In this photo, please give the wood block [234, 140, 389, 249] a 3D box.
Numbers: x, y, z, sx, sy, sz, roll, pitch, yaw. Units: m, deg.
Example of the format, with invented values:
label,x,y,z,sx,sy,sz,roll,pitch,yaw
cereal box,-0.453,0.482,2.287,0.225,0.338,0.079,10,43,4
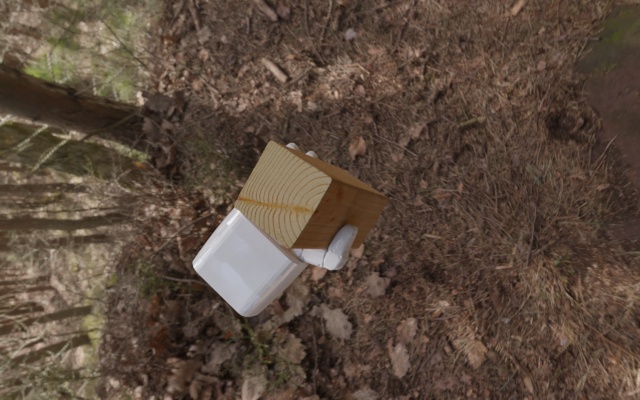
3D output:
label,x,y,z,sx,sy,sz,roll,pitch,yaw
wood block,0.000,0.002,0.603,0.091,0.090,0.206,35,9,23
